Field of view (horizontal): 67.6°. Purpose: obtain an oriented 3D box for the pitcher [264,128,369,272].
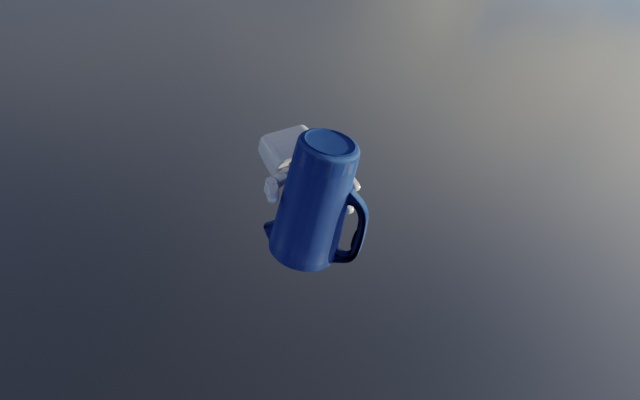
[{"bbox_3d":[0.000,0.003,0.851,0.149,0.243,0.145,-5,40,-27],"label":"pitcher"}]
